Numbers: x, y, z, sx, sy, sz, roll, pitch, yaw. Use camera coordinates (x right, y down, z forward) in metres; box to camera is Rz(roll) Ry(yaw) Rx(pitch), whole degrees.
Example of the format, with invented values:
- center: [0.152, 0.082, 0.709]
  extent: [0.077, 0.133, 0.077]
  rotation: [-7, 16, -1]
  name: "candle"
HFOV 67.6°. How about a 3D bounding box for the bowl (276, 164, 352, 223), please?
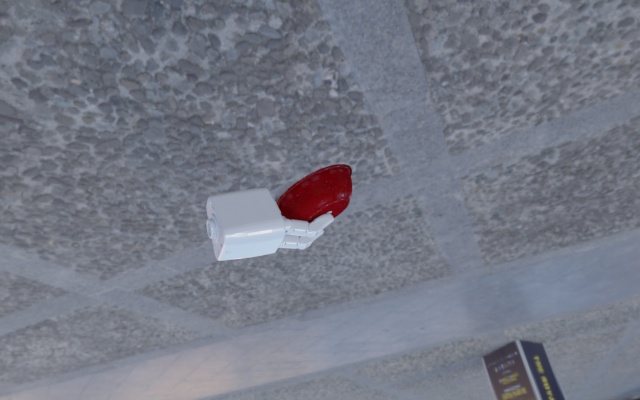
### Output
- center: [0.002, 0.003, 0.874]
  extent: [0.162, 0.055, 0.162]
  rotation: [-27, -19, -10]
  name: "bowl"
